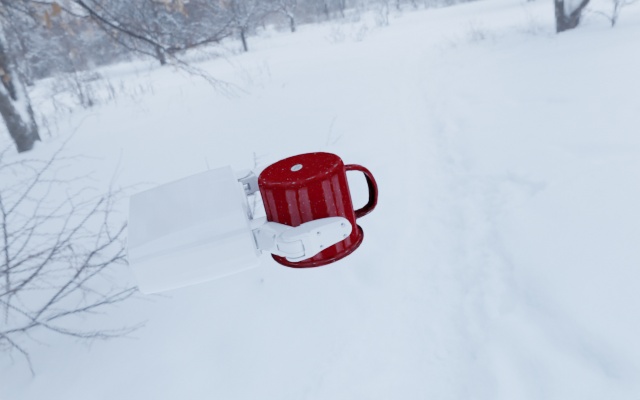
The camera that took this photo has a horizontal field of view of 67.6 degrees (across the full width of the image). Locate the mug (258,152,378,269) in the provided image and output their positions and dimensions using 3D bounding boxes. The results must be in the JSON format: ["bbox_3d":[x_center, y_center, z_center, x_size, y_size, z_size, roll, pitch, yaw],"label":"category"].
[{"bbox_3d":[0.001,0.001,0.452,0.117,0.081,0.093,-17,23,-10],"label":"mug"}]
